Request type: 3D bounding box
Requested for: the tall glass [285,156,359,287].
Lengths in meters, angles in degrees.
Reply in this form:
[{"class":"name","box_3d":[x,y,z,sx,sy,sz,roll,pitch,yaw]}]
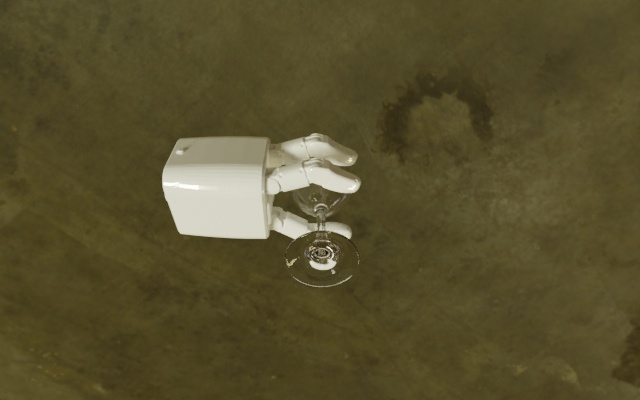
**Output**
[{"class":"tall glass","box_3d":[0.000,0.002,0.552,0.079,0.079,0.201,0,35,0]}]
